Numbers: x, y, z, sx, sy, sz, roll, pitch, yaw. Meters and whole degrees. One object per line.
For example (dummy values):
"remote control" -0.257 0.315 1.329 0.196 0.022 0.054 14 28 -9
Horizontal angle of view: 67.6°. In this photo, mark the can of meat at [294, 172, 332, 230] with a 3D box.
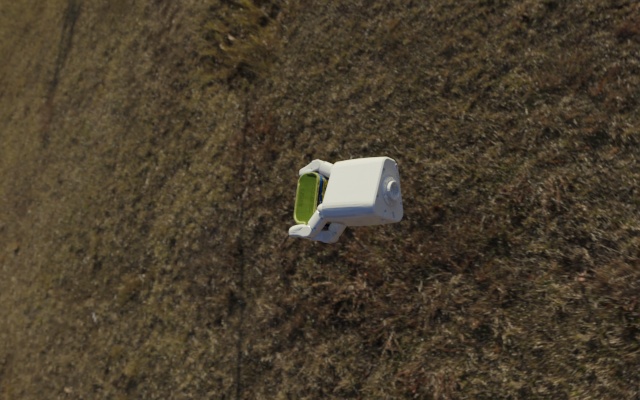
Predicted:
"can of meat" 0.000 0.003 0.891 0.057 0.102 0.084 0 -10 41
